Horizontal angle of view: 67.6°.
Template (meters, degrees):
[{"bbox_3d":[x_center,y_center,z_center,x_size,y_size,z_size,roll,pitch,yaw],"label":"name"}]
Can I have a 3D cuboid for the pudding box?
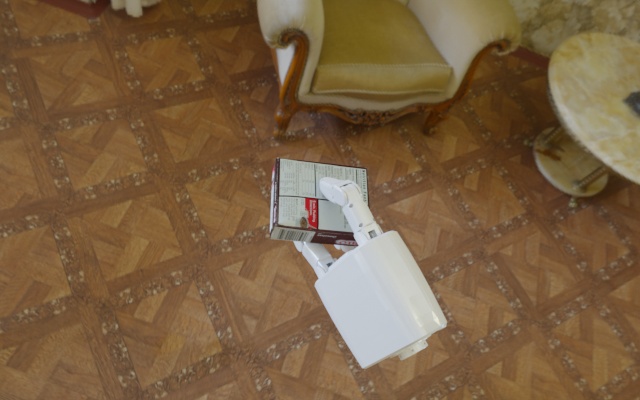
[{"bbox_3d":[0.000,0.002,0.550,0.113,0.090,0.039,7,-29,-15],"label":"pudding box"}]
